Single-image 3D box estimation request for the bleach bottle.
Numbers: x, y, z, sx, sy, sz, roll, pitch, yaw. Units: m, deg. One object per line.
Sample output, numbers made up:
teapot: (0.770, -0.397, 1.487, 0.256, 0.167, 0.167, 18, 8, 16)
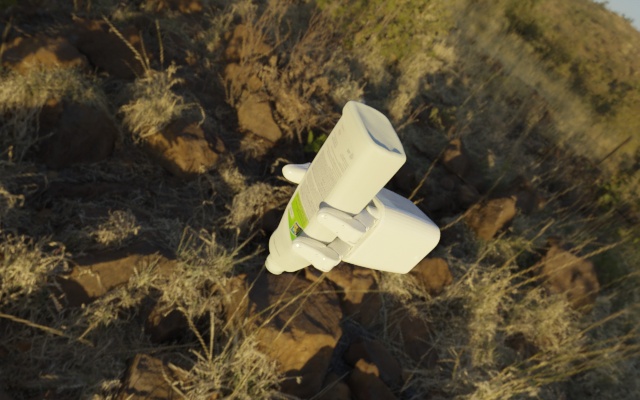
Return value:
bleach bottle: (0.000, 0.002, 0.607, 0.068, 0.102, 0.251, 17, -52, -31)
